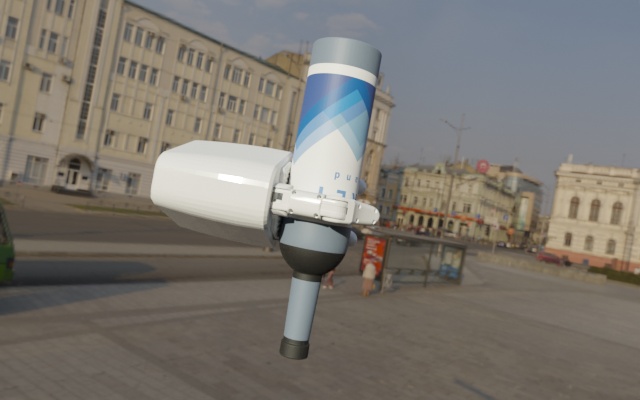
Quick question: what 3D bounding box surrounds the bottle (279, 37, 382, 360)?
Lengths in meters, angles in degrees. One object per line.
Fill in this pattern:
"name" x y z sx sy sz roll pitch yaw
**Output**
"bottle" 0.000 0.001 0.454 0.069 0.295 0.069 10 -1 0
